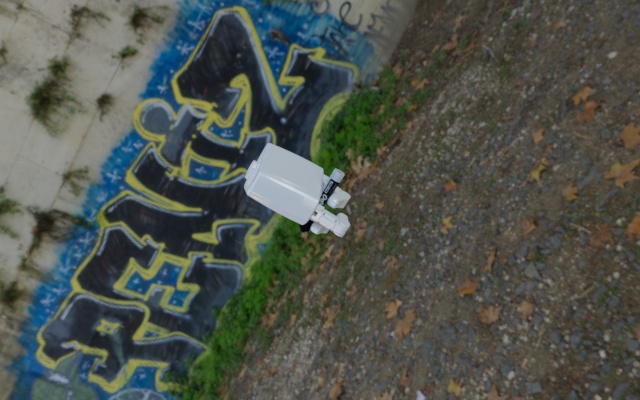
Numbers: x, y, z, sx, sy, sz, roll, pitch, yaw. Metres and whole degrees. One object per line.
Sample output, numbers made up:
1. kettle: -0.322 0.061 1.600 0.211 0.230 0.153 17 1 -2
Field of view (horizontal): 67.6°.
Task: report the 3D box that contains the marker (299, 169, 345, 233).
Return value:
1. marker: 0.000 0.003 0.779 0.020 0.121 0.020 29 19 -11
